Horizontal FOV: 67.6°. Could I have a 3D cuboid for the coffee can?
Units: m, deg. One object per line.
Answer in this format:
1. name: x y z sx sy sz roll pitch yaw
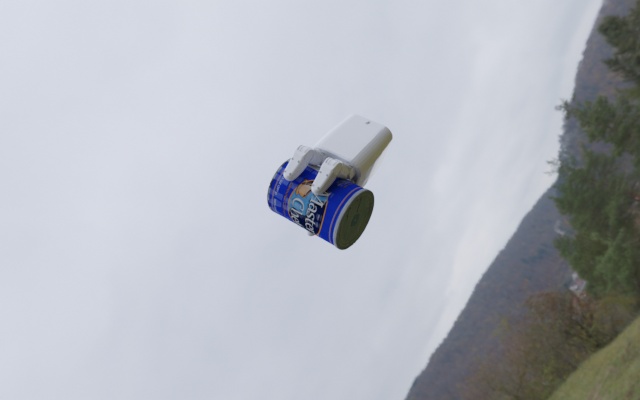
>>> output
1. coffee can: 0.000 0.003 0.764 0.140 0.103 0.103 28 13 27
